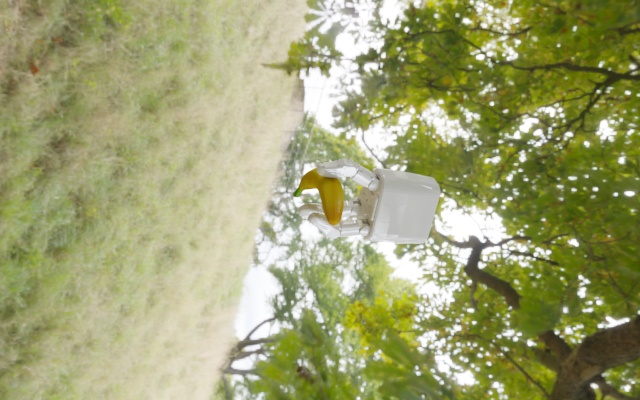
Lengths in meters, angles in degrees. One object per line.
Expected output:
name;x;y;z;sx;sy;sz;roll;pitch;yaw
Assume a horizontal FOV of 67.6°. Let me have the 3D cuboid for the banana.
banana;0.004;-0.016;0.758;0.037;0.069;0.197;13;8;-20
